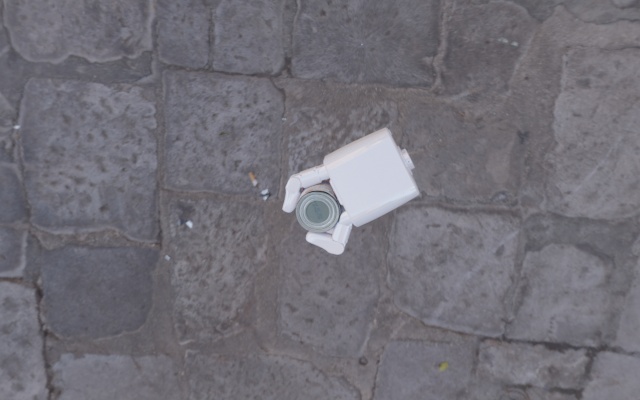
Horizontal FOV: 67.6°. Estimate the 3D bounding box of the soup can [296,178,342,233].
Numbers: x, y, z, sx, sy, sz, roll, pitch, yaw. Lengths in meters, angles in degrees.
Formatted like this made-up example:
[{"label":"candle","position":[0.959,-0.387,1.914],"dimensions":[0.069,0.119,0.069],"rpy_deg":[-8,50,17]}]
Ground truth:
[{"label":"soup can","position":[0.000,0.003,0.747],"dimensions":[0.068,0.068,0.102],"rpy_deg":[0,18,5]}]
